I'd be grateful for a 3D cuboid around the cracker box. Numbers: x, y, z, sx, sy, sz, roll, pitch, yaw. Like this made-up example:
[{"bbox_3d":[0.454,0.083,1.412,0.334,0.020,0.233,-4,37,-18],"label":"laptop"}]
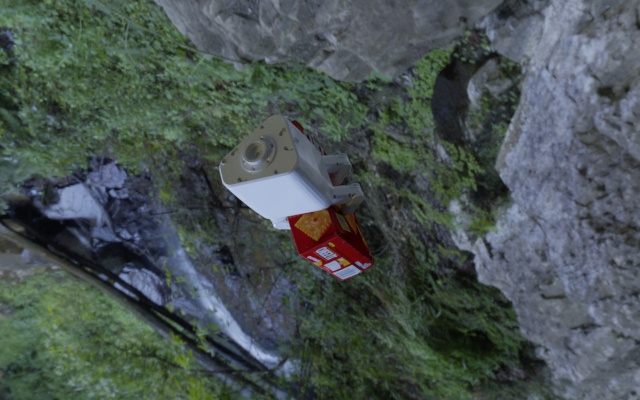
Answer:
[{"bbox_3d":[0.000,0.003,0.753,0.072,0.213,0.164,-27,-31,14],"label":"cracker box"}]
